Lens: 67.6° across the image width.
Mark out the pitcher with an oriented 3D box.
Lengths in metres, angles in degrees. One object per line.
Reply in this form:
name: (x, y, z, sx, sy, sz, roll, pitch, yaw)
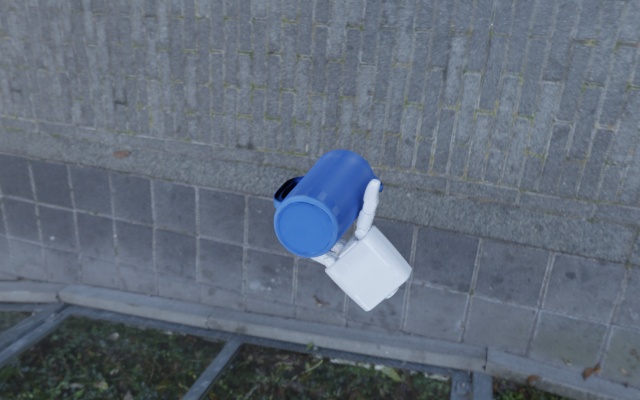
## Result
pitcher: (0.000, 0.003, 0.849, 0.149, 0.145, 0.242, -42, 3, 27)
